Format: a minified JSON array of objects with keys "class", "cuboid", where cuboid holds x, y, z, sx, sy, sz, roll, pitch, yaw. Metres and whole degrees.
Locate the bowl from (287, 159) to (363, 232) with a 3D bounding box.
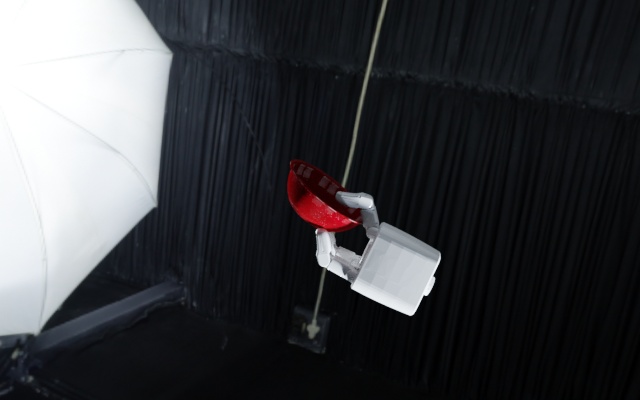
[{"class":"bowl","cuboid":[-0.001,0.002,0.797,0.162,0.055,0.162,36,16,-12]}]
